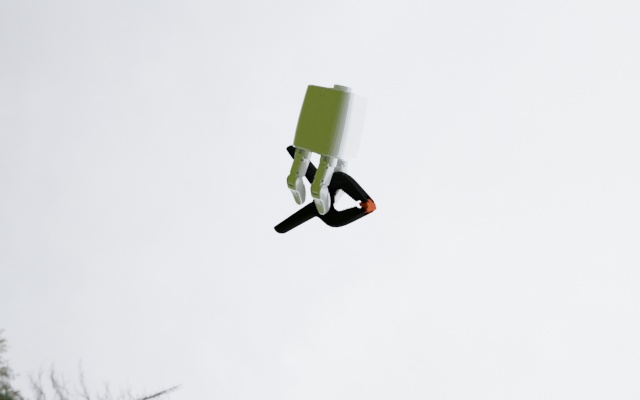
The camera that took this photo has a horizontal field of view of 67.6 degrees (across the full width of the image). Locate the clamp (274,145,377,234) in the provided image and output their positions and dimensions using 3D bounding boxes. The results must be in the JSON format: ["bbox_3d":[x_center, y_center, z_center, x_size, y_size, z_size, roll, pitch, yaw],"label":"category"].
[{"bbox_3d":[0.001,0.003,0.828,0.210,0.164,0.036,20,11,38],"label":"clamp"}]
